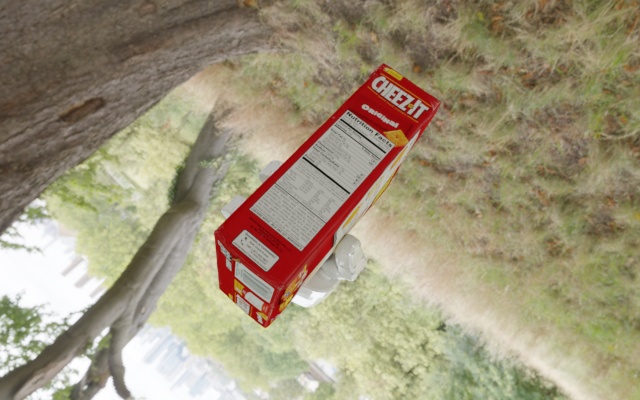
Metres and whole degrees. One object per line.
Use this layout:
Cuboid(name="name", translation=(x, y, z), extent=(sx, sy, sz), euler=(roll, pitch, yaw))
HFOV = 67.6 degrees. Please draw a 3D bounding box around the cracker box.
Cuboid(name="cracker box", translation=(0.000, 0.002, 0.434), extent=(0.072, 0.213, 0.164), euler=(38, -24, 8))
